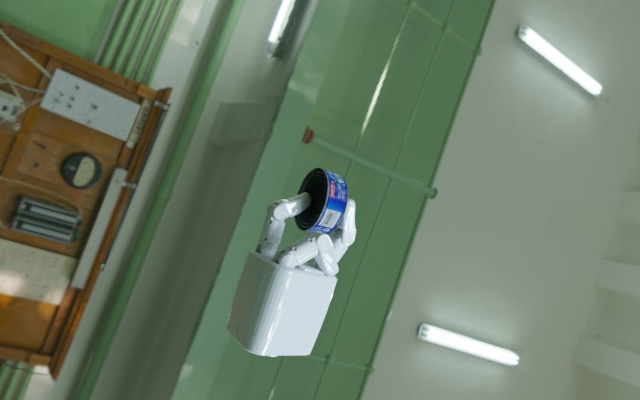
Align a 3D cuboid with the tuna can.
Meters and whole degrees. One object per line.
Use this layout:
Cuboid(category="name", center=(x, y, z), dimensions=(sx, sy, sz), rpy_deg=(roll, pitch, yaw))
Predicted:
Cuboid(category="tuna can", center=(0.001, 0.002, 0.635), dimensions=(0.034, 0.086, 0.086), rpy_deg=(16, -8, -28))
